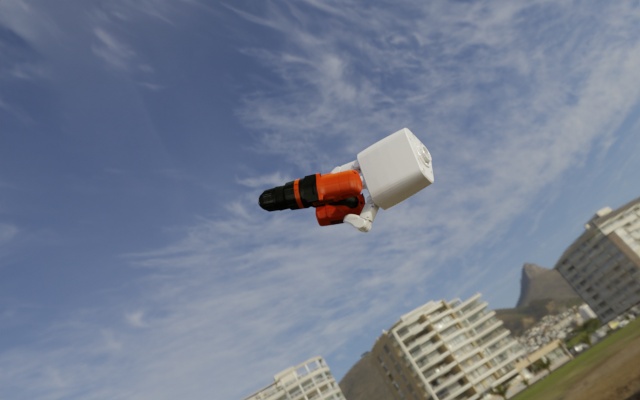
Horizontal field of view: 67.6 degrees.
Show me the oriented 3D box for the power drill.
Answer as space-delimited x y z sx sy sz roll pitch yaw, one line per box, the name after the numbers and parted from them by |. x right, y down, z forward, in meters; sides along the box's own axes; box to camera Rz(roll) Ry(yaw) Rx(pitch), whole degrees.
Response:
0.001 0.003 0.880 0.184 0.057 0.188 -10 -15 15 | power drill
